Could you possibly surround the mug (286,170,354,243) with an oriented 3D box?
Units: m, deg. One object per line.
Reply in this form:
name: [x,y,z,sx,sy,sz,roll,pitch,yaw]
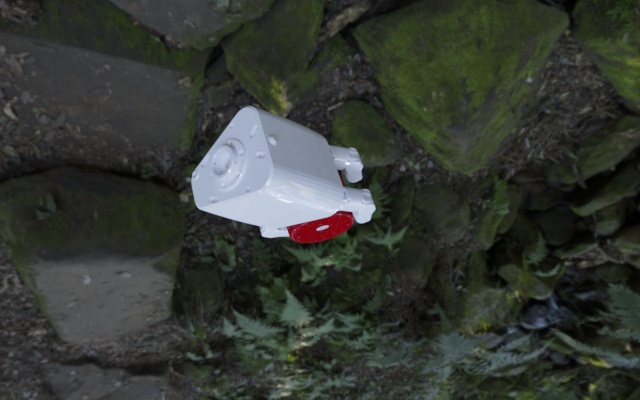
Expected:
mug: [0.001,0.002,0.591,0.093,0.081,0.117,-32,-29,31]
